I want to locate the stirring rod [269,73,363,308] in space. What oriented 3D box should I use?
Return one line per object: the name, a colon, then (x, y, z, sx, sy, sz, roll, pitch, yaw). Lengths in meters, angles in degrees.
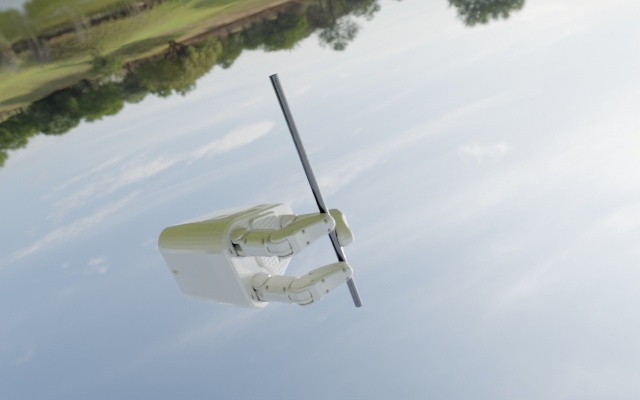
stirring rod: (0.000, 0.001, 0.437, 0.011, 0.240, 0.011, -17, 23, 7)
